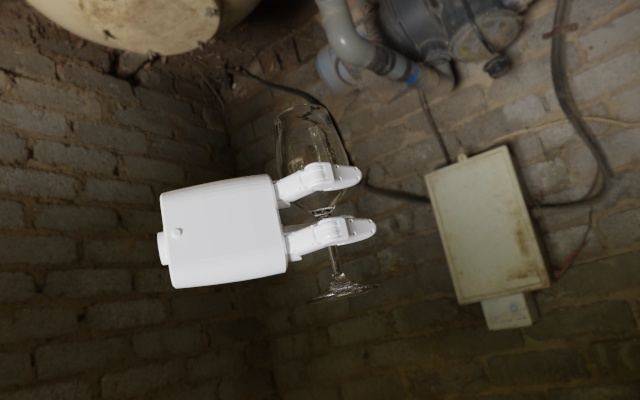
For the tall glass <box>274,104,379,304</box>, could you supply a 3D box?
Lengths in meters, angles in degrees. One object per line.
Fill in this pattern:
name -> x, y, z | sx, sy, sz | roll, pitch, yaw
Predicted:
tall glass -> 0.000, 0.002, 0.503 | 0.079, 0.201, 0.079 | -12, -16, -3
